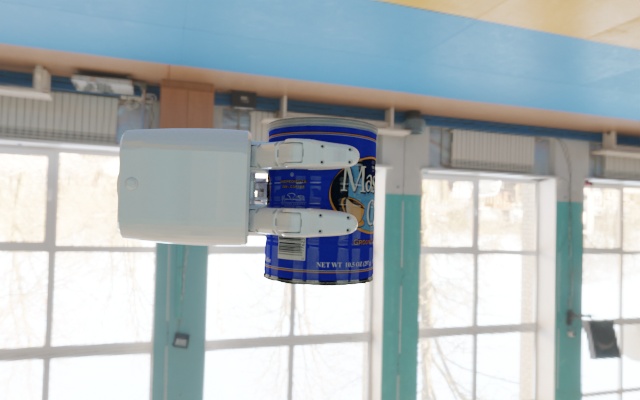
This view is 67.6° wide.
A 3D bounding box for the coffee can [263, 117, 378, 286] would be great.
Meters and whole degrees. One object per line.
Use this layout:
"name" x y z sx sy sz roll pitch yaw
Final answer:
"coffee can" 0.000 0.001 0.445 0.103 0.140 0.103 2 -1 0
